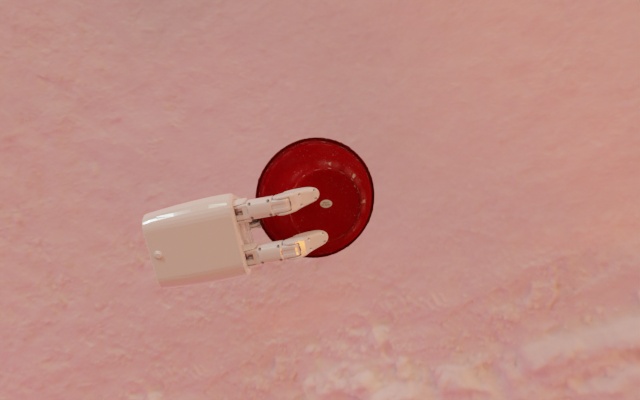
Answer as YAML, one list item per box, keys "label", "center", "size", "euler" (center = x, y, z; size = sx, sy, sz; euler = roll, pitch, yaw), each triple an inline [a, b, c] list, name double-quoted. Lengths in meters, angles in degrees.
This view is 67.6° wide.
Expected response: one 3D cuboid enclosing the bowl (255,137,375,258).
- label: "bowl"
  center: [0.001, 0.001, 0.607]
  size: [0.162, 0.162, 0.055]
  euler: [0, 9, -13]
